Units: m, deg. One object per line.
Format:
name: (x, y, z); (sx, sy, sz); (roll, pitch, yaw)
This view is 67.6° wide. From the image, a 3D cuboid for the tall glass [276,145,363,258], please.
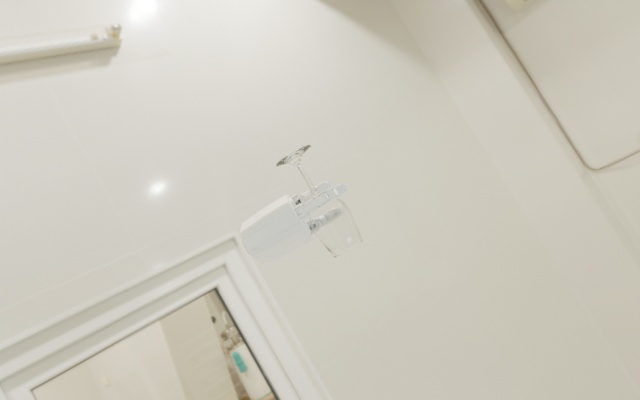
tall glass: (0.000, 0.002, 0.872); (0.079, 0.201, 0.079); (-31, -5, -3)
